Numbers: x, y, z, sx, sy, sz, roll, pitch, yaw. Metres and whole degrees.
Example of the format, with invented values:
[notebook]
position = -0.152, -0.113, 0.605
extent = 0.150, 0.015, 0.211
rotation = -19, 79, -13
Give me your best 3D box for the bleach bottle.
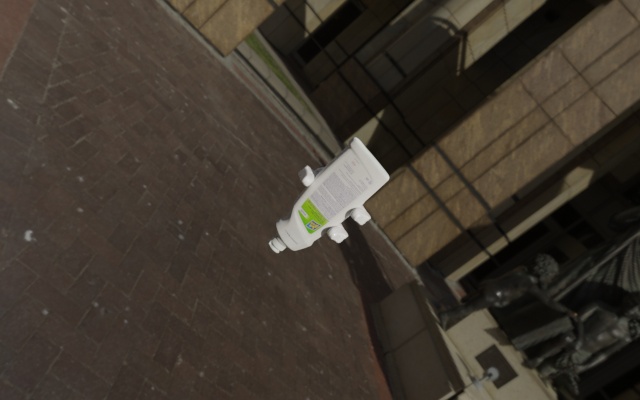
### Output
[bleach bottle]
position = 0.000, 0.003, 0.876
extent = 0.251, 0.102, 0.068
rotation = -40, -3, 12
